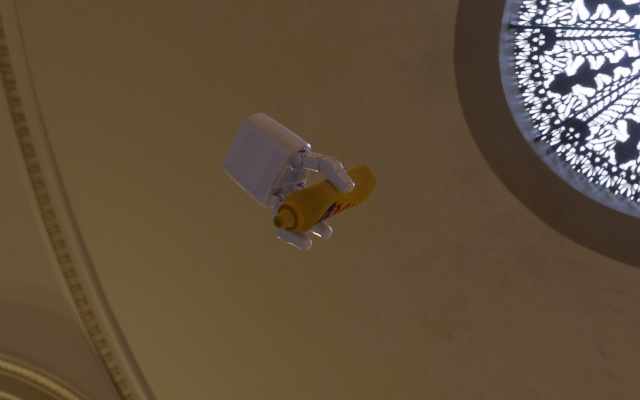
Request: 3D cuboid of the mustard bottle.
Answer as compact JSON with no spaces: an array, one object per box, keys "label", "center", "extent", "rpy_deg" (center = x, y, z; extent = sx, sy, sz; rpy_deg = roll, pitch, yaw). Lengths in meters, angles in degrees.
[{"label":"mustard bottle","center":[0.000,0.003,0.717],"extent":[0.191,0.058,0.096],"rpy_deg":[-24,-11,-48]}]
